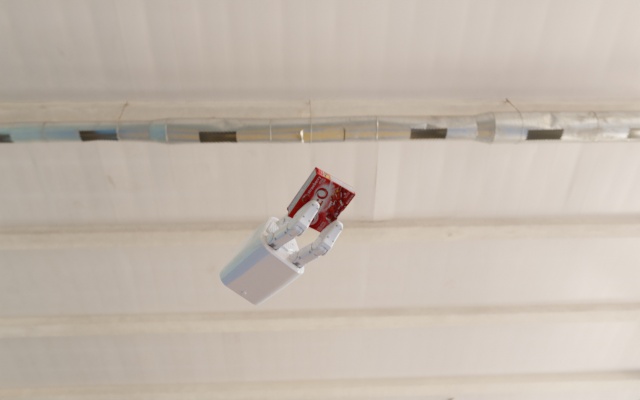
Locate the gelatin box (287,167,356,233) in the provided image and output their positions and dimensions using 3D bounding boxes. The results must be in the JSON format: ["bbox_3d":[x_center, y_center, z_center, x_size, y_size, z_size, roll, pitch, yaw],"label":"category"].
[{"bbox_3d":[0.000,0.002,0.753,0.073,0.089,0.030,28,21,-20],"label":"gelatin box"}]
